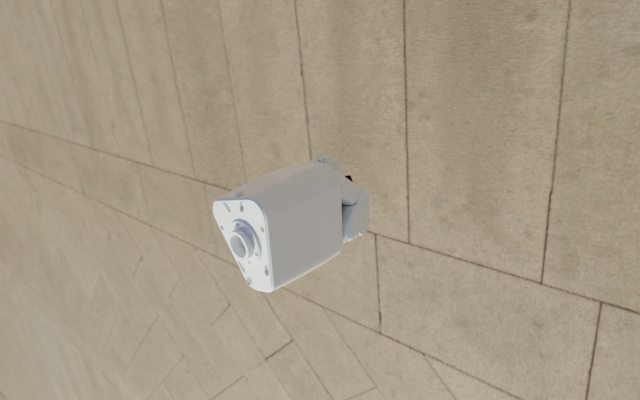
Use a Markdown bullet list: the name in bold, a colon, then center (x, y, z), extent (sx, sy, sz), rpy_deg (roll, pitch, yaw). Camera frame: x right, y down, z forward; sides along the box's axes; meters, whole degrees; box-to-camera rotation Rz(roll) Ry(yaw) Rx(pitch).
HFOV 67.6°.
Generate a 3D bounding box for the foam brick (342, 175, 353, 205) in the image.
- **foam brick**: center (0.000, 0.002, 0.585), extent (0.078, 0.053, 0.051), rpy_deg (-2, 18, 47)
